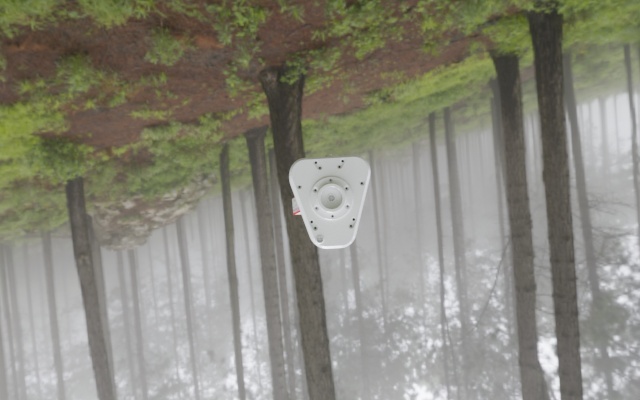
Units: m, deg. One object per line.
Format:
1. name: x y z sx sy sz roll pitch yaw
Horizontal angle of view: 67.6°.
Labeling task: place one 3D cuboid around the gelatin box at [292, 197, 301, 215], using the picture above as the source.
1. gelatin box: 0.000 0.003 0.725 0.073 0.030 0.089 -3 -6 -13
